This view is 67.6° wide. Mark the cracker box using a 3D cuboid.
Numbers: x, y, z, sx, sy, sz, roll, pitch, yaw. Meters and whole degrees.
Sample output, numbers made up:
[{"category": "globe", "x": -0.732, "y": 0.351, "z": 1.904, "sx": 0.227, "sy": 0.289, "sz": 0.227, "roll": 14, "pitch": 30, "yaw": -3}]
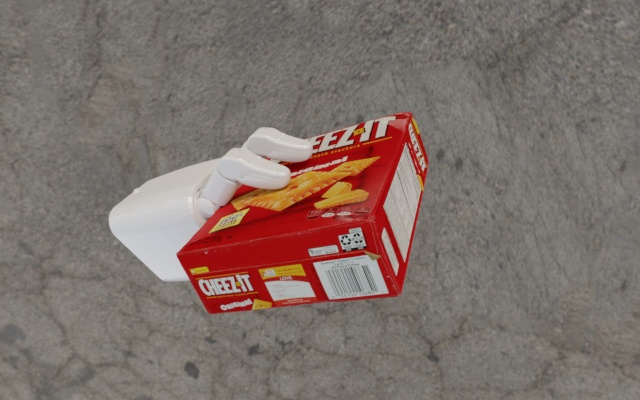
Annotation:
[{"category": "cracker box", "x": 0.000, "y": 0.002, "z": 0.428, "sx": 0.164, "sy": 0.072, "sz": 0.213, "roll": -11, "pitch": 25, "yaw": 24}]
